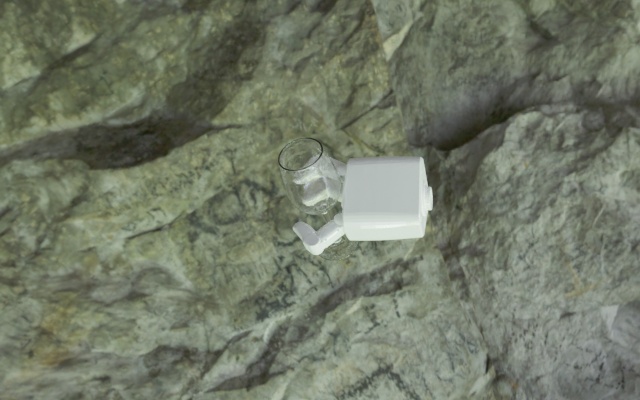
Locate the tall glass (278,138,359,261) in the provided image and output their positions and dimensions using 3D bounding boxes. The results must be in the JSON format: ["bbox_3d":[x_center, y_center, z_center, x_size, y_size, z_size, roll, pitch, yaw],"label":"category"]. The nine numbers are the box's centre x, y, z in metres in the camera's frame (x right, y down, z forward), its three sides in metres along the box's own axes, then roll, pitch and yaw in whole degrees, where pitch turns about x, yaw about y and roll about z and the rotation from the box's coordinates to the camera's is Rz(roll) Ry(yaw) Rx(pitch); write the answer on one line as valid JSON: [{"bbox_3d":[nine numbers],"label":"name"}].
[{"bbox_3d":[0.000,0.003,0.695,0.079,0.079,0.201,0,-39,21],"label":"tall glass"}]
